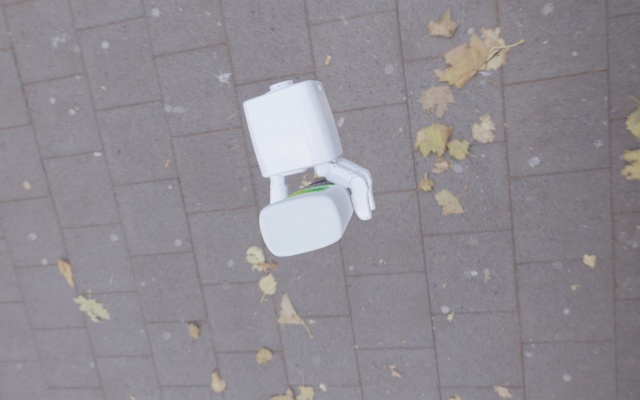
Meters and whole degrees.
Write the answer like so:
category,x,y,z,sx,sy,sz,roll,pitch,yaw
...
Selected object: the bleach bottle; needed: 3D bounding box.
category,x,y,z,sx,sy,sz,roll,pitch,yaw
bleach bottle,0.000,0.002,0.676,0.102,0.068,0.250,-14,10,14
